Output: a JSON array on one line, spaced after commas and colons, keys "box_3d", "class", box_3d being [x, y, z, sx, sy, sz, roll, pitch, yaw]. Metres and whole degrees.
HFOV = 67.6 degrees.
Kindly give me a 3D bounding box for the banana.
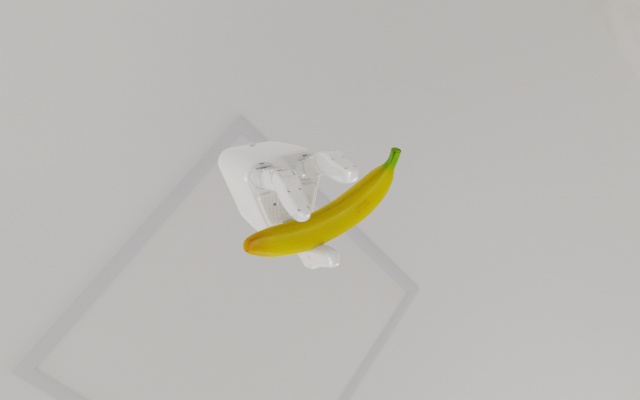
[{"box_3d": [0.008, 0.013, 0.521, 0.198, 0.070, 0.037, -34, 42, -14], "class": "banana"}]
